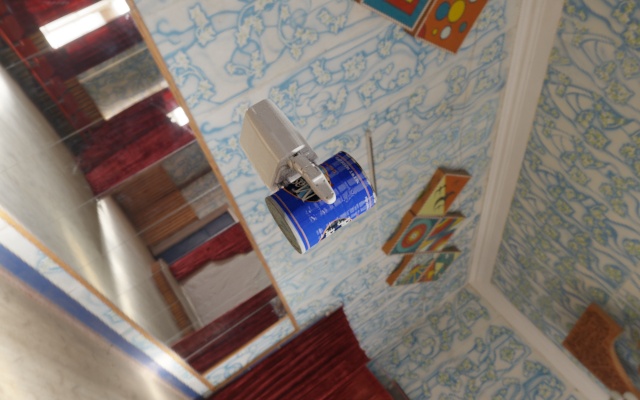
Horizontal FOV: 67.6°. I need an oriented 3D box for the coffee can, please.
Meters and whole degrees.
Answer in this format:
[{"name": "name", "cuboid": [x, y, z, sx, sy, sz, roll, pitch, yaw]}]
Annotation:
[{"name": "coffee can", "cuboid": [0.000, 0.003, 0.740, 0.140, 0.103, 0.103, -33, 8, -13]}]
